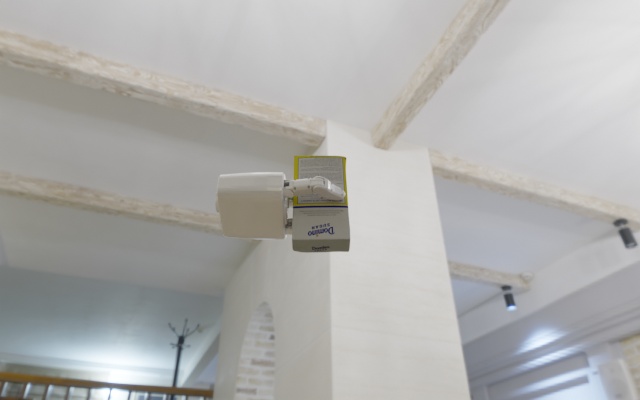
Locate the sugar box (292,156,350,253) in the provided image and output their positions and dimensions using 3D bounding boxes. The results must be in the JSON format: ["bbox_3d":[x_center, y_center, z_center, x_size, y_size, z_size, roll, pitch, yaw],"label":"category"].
[{"bbox_3d":[0.000,0.003,0.801,0.093,0.176,0.048,0,-34,0],"label":"sugar box"}]
